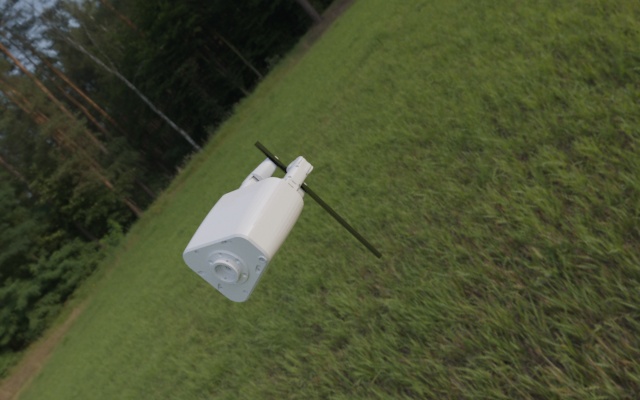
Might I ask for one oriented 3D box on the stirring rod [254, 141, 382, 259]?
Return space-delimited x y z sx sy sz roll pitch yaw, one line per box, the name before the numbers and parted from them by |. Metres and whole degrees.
stirring rod | 0.000 0.002 0.665 0.239 0.011 0.011 43 -12 -13
